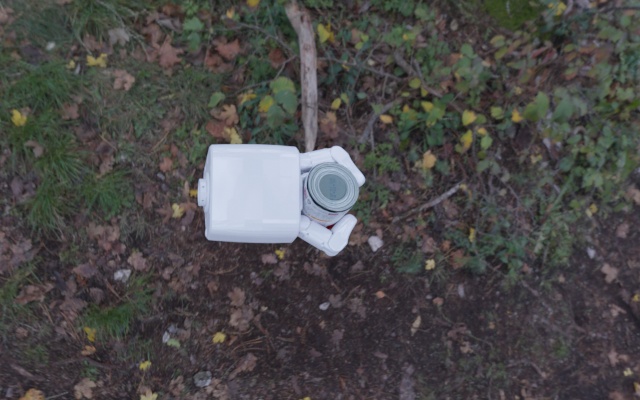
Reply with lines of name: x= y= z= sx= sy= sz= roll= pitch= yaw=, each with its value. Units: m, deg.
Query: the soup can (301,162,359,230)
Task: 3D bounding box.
soup can: x=0.001 y=0.002 z=0.610 sx=0.068 sy=0.068 sz=0.102 roll=0 pitch=-23 yaw=-20
